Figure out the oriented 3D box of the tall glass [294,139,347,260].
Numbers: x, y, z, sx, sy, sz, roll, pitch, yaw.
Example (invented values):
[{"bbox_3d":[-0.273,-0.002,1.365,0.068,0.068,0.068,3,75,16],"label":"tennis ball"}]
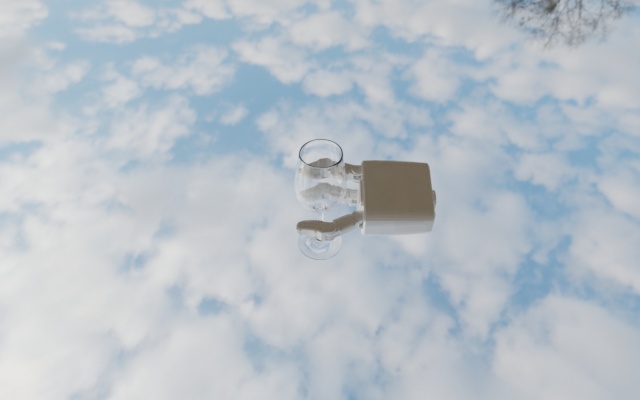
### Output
[{"bbox_3d":[0.000,0.003,0.730,0.079,0.079,0.201,0,-43,0],"label":"tall glass"}]
